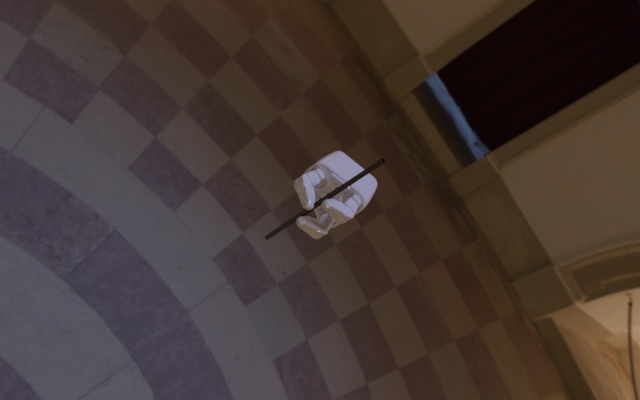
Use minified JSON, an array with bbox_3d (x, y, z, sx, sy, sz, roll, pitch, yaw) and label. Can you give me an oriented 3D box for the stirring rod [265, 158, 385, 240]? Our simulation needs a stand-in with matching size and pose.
[{"bbox_3d":[0.000,0.002,0.733,0.239,0.011,0.011,-34,-17,27],"label":"stirring rod"}]
